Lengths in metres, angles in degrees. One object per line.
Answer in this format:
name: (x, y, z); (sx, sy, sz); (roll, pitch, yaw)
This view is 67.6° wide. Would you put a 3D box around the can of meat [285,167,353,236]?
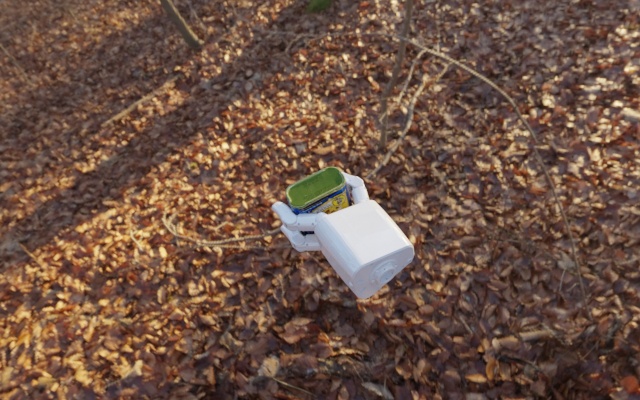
can of meat: (0.000, 0.002, 0.773); (0.102, 0.057, 0.084); (-27, -39, -7)
